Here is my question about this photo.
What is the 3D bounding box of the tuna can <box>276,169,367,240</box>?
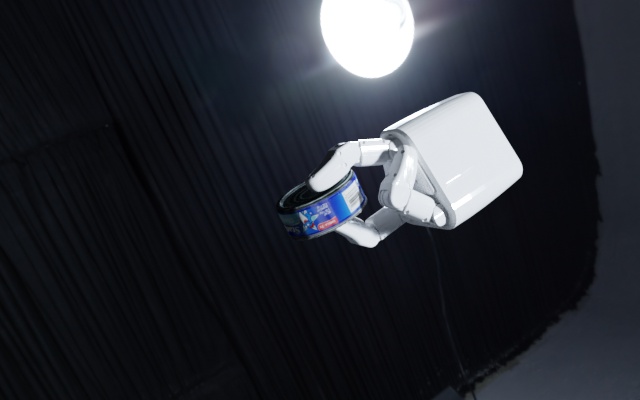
[{"bbox_3d":[0.000,0.001,0.468,0.086,0.034,0.086,-24,18,8],"label":"tuna can"}]
